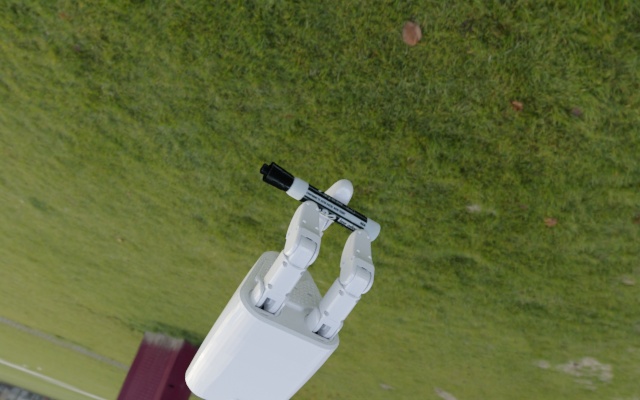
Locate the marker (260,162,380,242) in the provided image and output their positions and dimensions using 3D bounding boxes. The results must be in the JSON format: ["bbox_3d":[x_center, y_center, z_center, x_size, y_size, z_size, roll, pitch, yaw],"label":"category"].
[{"bbox_3d":[0.000,0.001,0.421,0.121,0.020,0.020,30,-10,-19],"label":"marker"}]
